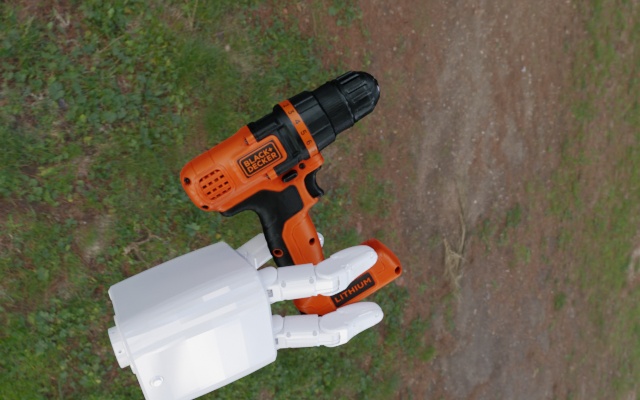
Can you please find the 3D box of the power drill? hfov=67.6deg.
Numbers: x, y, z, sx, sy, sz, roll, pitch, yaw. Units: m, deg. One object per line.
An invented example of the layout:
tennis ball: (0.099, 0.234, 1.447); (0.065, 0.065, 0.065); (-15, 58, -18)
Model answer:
power drill: (0.000, 0.002, 0.426); (0.184, 0.188, 0.057); (-30, 19, -2)
